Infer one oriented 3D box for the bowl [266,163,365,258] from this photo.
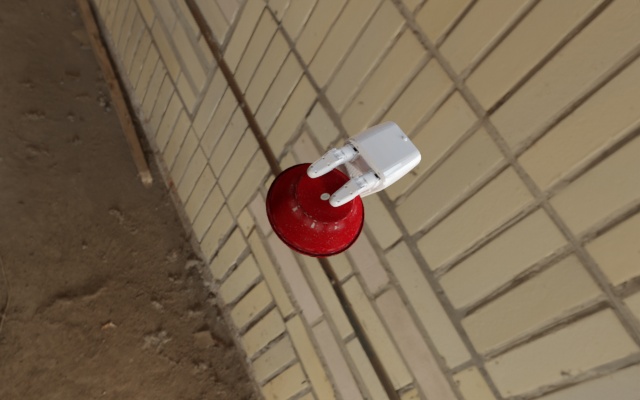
[{"bbox_3d":[-0.001,0.003,0.728,0.162,0.162,0.055,0,-23,-17],"label":"bowl"}]
